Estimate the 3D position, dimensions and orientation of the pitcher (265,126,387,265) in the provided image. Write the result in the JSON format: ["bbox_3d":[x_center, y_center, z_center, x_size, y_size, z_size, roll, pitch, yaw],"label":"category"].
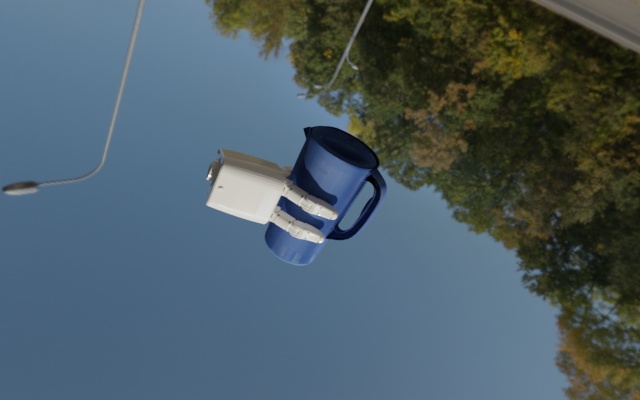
[{"bbox_3d":[0.000,0.003,0.850,0.145,0.243,0.149,17,29,-21],"label":"pitcher"}]
